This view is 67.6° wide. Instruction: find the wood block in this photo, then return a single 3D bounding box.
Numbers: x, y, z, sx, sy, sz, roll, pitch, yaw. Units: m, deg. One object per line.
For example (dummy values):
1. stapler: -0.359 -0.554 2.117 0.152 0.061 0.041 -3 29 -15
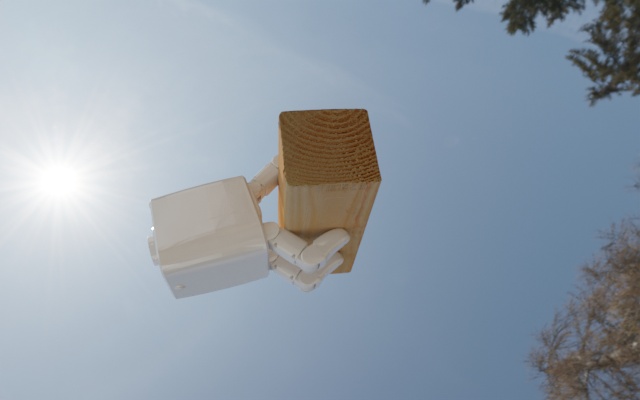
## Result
1. wood block: 0.000 0.002 0.533 0.090 0.090 0.206 -3 -31 -8
